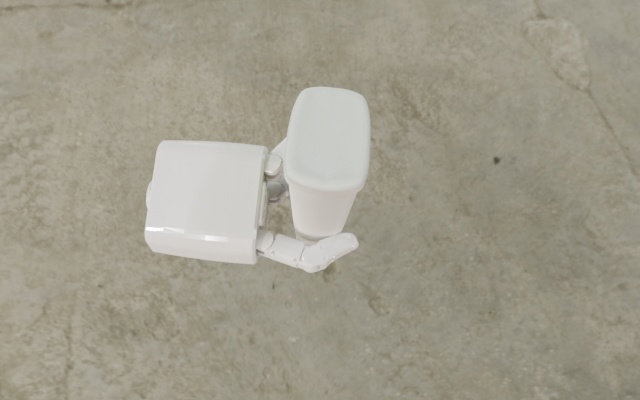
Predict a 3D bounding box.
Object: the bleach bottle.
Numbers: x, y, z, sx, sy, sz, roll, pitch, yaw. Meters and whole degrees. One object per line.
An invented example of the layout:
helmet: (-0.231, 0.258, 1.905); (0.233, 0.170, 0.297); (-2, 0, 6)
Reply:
bleach bottle: (0.000, 0.001, 0.488); (0.068, 0.102, 0.251); (7, -27, 0)
